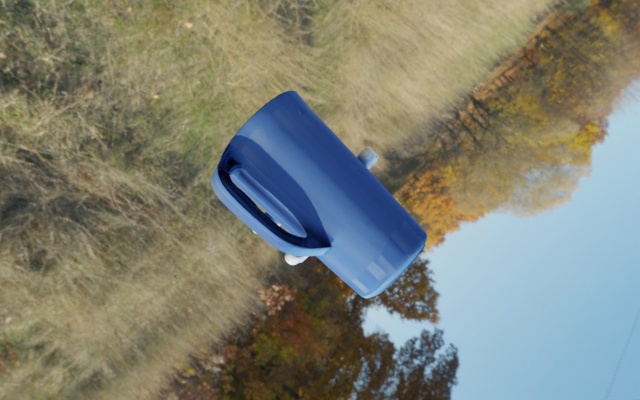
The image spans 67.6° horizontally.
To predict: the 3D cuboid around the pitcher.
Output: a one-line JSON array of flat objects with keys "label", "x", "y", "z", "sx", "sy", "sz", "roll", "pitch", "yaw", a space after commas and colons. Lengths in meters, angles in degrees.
[{"label": "pitcher", "x": 0.000, "y": 0.002, "z": 0.564, "sx": 0.243, "sy": 0.149, "sz": 0.145, "roll": 44, "pitch": -1, "yaw": 5}]
